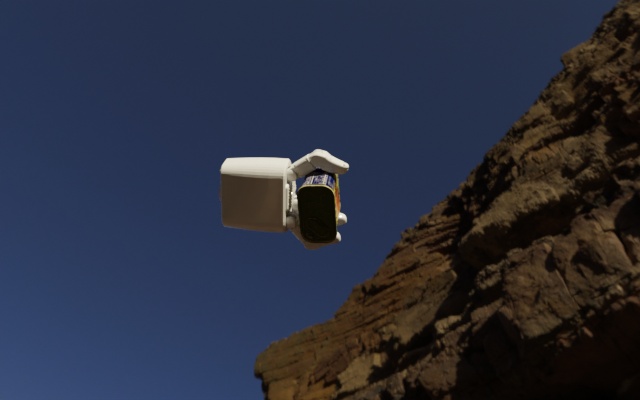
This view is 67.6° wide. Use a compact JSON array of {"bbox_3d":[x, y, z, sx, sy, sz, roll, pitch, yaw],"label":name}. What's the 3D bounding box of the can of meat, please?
[{"bbox_3d":[0.000,0.002,0.754,0.057,0.102,0.084,0,29,8],"label":"can of meat"}]
